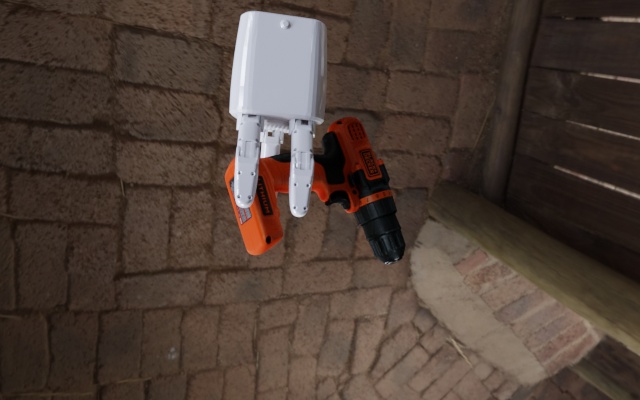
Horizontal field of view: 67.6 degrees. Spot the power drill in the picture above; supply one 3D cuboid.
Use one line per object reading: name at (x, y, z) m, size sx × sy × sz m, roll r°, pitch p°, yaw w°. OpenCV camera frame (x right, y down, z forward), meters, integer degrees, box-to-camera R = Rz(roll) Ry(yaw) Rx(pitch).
power drill at (0.000, 0.002, 0.539) m, size 0.187 × 0.184 × 0.057 m, roll -14°, pitch -12°, yaw -33°
